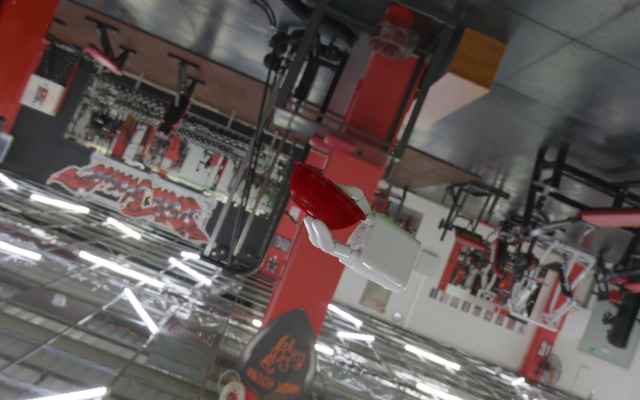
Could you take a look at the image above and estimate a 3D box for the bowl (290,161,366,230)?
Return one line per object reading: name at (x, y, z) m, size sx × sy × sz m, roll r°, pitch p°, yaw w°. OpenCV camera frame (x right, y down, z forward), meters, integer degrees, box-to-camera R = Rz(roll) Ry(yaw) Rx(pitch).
bowl at (-0.001, 0.002, 0.828) m, size 0.162 × 0.055 × 0.162 m, roll 39°, pitch -8°, yaw 6°
